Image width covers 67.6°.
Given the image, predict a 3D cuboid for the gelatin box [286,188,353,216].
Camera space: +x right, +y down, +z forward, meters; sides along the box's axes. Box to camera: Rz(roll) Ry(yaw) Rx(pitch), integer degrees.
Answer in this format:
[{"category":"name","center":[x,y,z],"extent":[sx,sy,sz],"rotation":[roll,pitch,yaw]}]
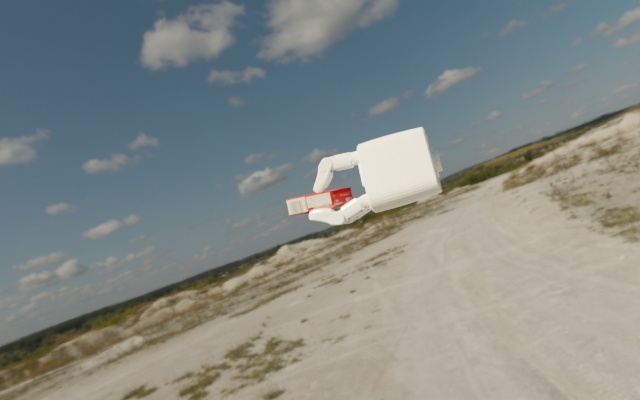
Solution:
[{"category":"gelatin box","center":[0.000,0.002,0.795],"extent":[0.089,0.030,0.073],"rotation":[-11,-1,29]}]
